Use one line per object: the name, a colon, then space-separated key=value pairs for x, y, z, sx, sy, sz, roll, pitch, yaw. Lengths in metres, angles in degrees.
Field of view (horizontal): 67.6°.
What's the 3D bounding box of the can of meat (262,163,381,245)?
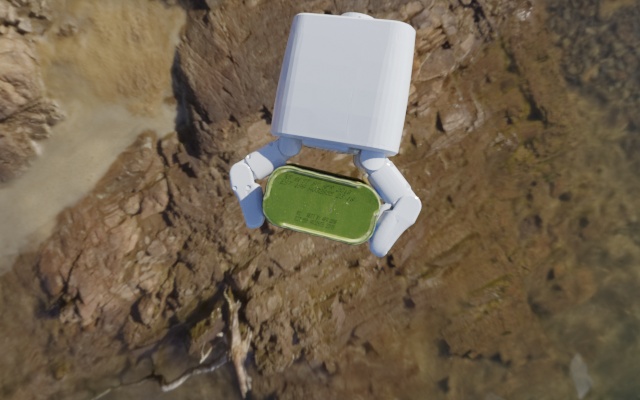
can of meat: x=0.000 y=0.001 z=0.430 sx=0.102 sy=0.057 sz=0.084 roll=13 pitch=3 yaw=-2
